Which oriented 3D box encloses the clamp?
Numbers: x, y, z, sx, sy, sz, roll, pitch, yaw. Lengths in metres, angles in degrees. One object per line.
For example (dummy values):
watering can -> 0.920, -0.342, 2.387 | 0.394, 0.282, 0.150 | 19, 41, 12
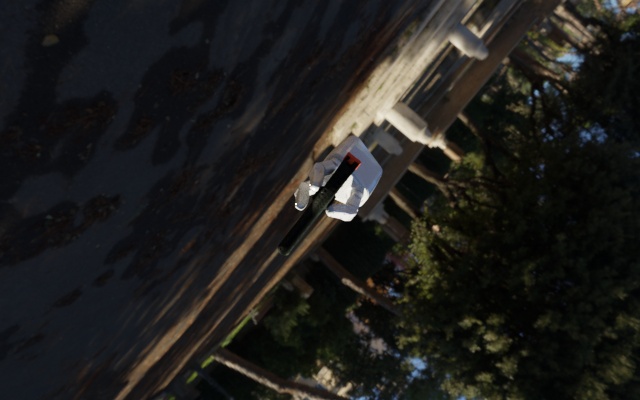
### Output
clamp -> 0.001, 0.003, 0.854 | 0.036, 0.210, 0.164 | 37, 38, -1
